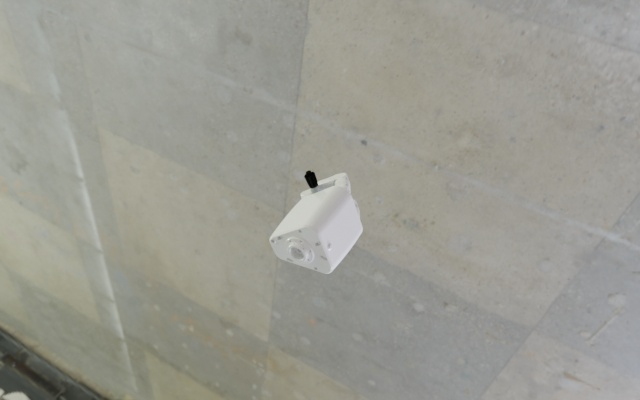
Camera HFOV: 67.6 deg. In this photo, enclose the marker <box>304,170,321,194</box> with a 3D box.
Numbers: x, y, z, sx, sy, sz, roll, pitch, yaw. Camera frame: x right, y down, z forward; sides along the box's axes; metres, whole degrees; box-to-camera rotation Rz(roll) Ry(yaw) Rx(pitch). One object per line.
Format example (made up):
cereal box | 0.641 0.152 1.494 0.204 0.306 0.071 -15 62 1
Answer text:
marker | 0.000 0.003 0.814 0.020 0.121 0.020 -18 26 9
